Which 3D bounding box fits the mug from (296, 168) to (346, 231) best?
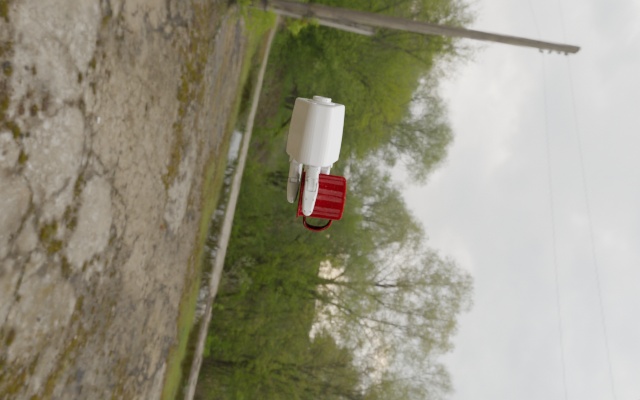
[{"bbox_3d":[0.000,0.004,0.880,0.081,0.117,0.093,8,18,-3],"label":"mug"}]
